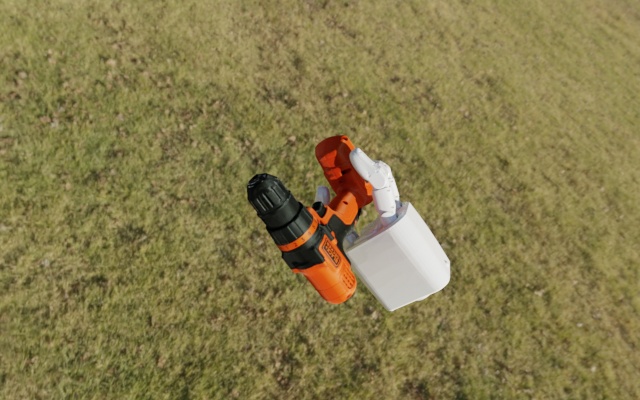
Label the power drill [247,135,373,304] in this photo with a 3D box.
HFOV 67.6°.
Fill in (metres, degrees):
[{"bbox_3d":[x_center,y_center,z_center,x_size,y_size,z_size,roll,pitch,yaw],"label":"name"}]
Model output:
[{"bbox_3d":[0.000,0.002,0.579,0.057,0.184,0.187,-14,33,34],"label":"power drill"}]
